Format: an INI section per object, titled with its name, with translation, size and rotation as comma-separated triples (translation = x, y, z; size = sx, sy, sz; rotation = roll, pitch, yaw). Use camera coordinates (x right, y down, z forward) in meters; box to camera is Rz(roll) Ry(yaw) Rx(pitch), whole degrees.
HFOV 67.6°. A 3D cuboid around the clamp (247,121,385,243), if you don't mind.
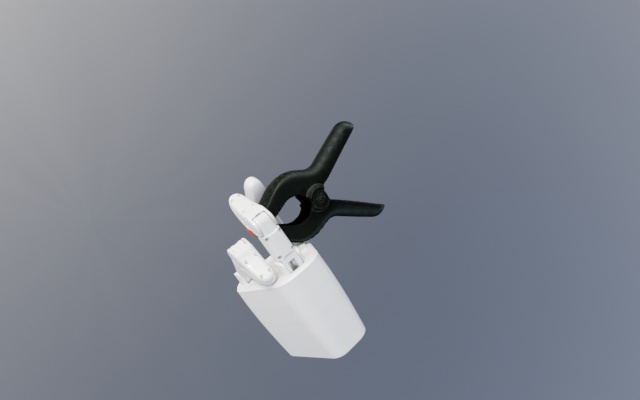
[clamp]
translation = 0.000, 0.002, 0.539
size = 0.171, 0.120, 0.039
rotation = -39, 15, -22
